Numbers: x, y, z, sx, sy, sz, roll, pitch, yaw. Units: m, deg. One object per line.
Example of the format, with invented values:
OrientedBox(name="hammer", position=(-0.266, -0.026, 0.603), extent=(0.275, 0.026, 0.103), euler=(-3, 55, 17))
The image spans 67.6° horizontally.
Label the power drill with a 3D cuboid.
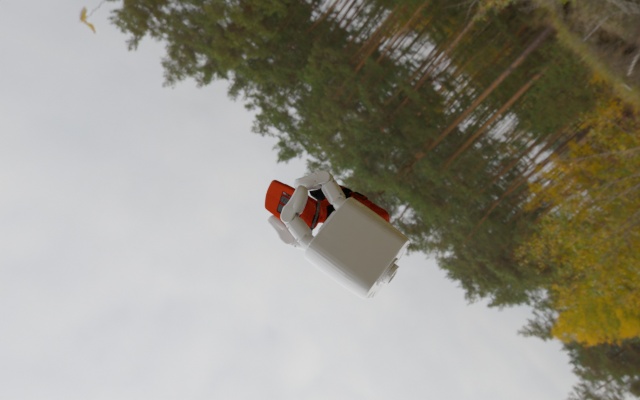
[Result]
OrientedBox(name="power drill", position=(0.000, 0.003, 0.805), extent=(0.184, 0.057, 0.187), euler=(27, 18, 40))
